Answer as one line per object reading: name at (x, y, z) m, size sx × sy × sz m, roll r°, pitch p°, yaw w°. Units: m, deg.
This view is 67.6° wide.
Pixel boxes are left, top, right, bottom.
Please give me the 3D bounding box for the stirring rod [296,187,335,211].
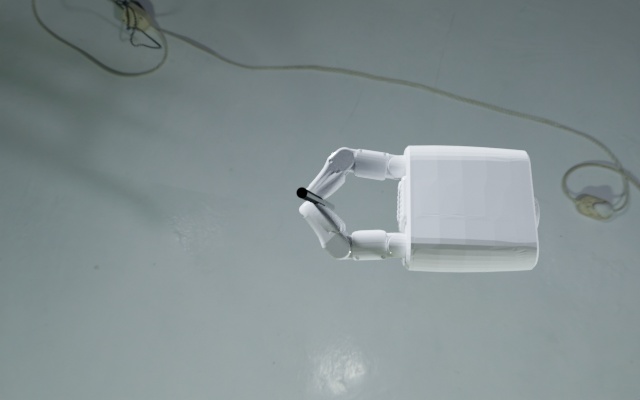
stirring rod at (0.000, 0.001, 0.453) m, size 0.011 × 0.011 × 0.239 m, roll 0°, pitch -3°, yaw 6°
